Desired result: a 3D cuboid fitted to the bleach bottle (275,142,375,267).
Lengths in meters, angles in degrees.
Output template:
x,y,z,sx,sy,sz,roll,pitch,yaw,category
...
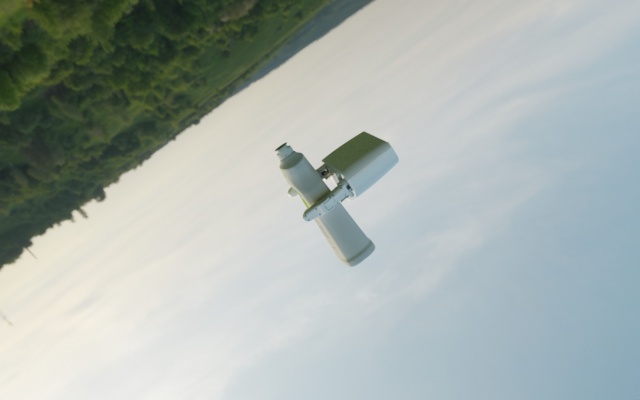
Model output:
x,y,z,sx,sy,sz,roll,pitch,yaw,category
0.000,0.003,0.885,0.068,0.251,0.102,-38,17,-8,bleach bottle
